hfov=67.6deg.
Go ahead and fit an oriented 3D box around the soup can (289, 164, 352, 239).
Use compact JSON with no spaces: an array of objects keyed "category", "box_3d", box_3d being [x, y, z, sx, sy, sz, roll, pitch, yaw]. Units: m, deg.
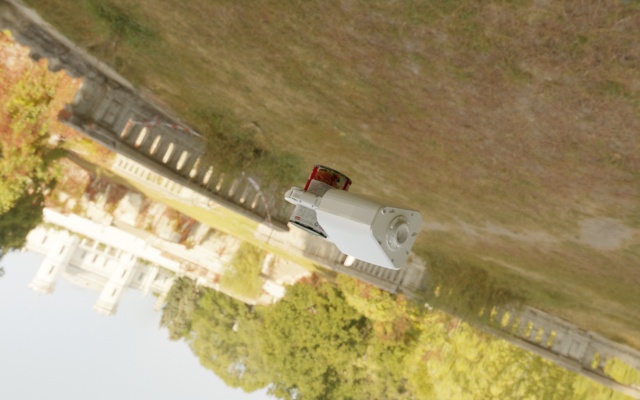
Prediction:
[{"category":"soup can","box_3d":[0.000,0.003,0.769,0.068,0.102,0.068,24,-8,4]}]
